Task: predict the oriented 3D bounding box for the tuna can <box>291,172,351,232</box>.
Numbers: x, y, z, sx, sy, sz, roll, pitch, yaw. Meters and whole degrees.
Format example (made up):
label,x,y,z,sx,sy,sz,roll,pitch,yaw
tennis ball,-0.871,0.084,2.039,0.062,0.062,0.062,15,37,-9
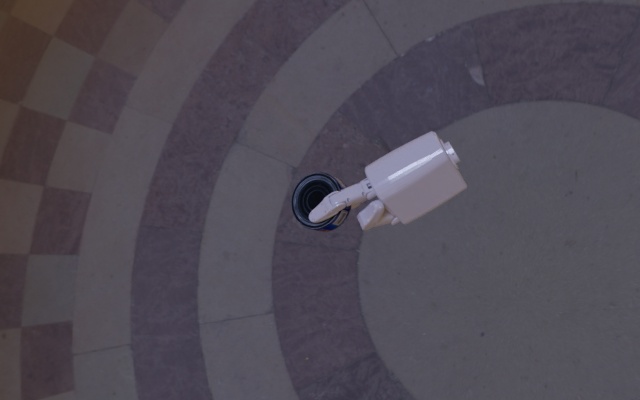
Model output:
label,x,y,z,sx,sy,sz,roll,pitch,yaw
tuna can,0.000,0.002,0.702,0.086,0.086,0.034,0,-8,27
